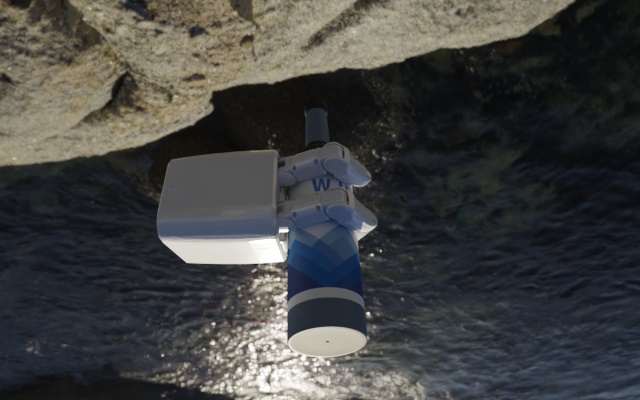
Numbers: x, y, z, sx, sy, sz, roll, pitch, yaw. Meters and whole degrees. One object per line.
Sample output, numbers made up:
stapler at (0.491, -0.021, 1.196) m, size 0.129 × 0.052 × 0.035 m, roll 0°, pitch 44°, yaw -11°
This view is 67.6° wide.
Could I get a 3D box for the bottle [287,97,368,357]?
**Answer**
bottle at (0.000, 0.002, 0.483) m, size 0.069 × 0.295 × 0.069 m, roll -2°, pitch -38°, yaw -1°
